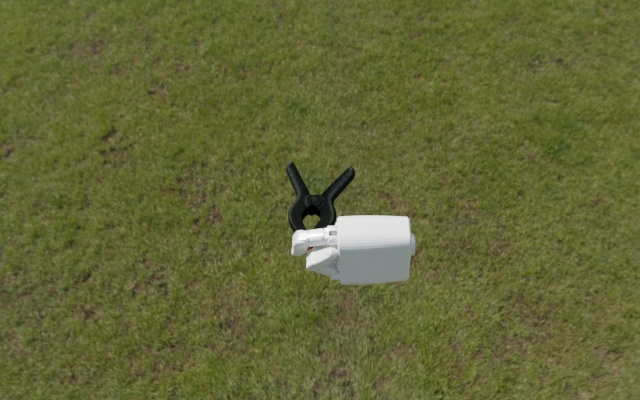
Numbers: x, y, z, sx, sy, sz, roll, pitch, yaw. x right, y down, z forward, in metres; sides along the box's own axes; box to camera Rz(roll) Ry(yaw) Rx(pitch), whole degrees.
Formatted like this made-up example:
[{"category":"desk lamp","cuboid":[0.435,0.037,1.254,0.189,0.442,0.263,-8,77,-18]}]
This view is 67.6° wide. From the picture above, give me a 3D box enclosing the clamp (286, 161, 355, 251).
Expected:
[{"category":"clamp","cuboid":[0.000,0.002,0.798,0.120,0.171,0.039,-4,-31,6]}]
